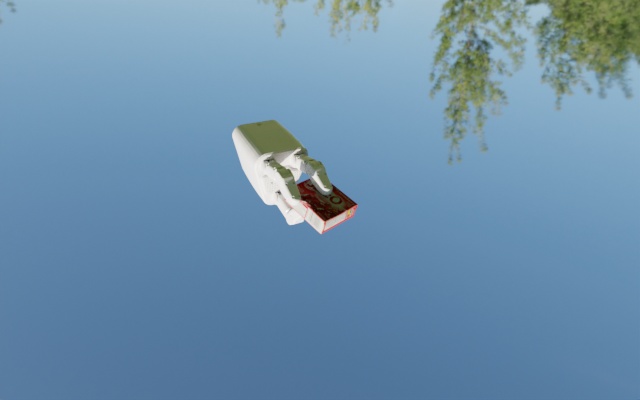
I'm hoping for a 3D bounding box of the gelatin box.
[{"bbox_3d":[0.000,0.003,0.739,0.073,0.030,0.089,-26,55,-37],"label":"gelatin box"}]
